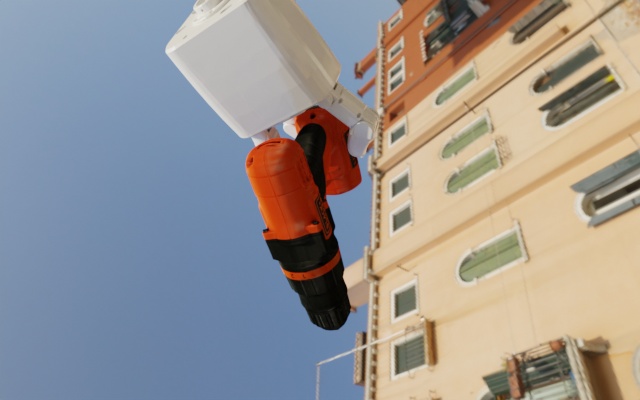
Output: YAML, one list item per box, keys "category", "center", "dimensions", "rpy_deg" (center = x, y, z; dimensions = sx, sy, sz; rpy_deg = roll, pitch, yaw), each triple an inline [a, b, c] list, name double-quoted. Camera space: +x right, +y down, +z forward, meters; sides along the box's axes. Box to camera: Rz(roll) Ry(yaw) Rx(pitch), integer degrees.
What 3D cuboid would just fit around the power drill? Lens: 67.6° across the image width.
- category: "power drill"
  center: [0.000, 0.001, 0.454]
  dimensions: [0.057, 0.184, 0.187]
  rpy_deg: [-9, 29, 15]
